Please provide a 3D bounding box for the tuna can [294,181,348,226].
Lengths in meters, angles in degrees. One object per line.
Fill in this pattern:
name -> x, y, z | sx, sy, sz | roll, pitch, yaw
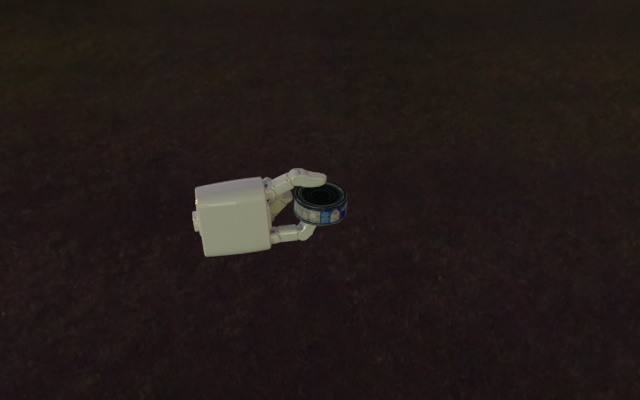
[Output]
tuna can -> 0.000, 0.002, 0.760 | 0.086, 0.034, 0.086 | 2, 34, -2
